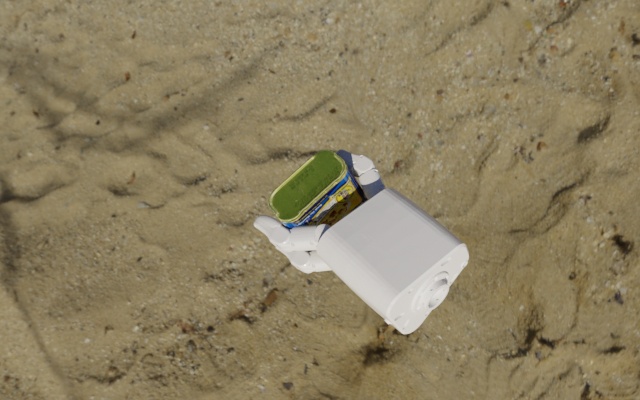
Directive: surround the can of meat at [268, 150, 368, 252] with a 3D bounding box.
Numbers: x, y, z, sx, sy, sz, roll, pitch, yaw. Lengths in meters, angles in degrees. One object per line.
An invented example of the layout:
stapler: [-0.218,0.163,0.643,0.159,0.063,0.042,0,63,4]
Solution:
can of meat: [0.000,0.002,0.552,0.057,0.102,0.084,45,-4,38]
